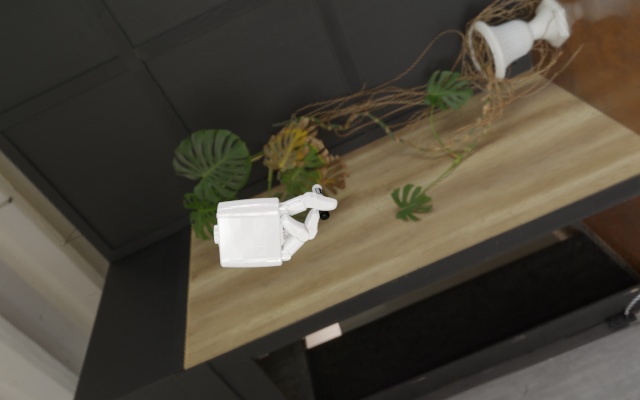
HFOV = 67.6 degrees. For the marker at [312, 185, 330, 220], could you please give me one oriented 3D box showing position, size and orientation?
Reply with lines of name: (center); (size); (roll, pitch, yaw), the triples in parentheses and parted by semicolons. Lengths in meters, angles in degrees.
marker: (0.000, 0.003, 0.885); (0.020, 0.020, 0.121); (0, 26, -8)
